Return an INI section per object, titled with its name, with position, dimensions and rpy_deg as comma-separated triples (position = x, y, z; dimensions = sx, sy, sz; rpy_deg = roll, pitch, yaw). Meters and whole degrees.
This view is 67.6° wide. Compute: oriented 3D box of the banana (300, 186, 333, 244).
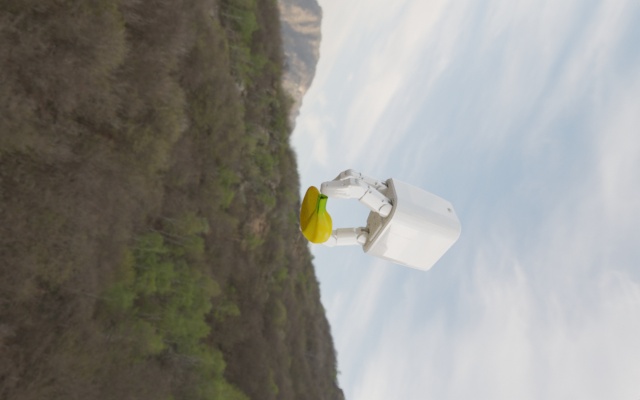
[banana]
position = -0.005, 0.020, 0.651
dimensions = 0.037, 0.069, 0.198
rpy_deg = 16, 3, -8
